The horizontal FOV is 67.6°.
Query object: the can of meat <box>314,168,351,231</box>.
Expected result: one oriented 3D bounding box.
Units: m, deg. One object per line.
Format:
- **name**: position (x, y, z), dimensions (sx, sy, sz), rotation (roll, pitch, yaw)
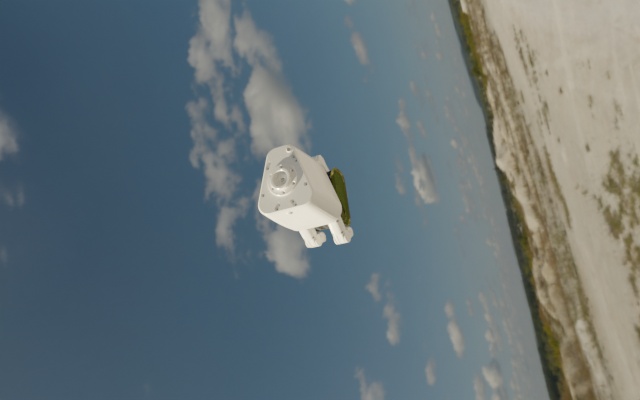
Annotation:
- **can of meat**: position (0.000, 0.003, 0.841), dimensions (0.084, 0.102, 0.057), rotation (-14, -17, 20)
